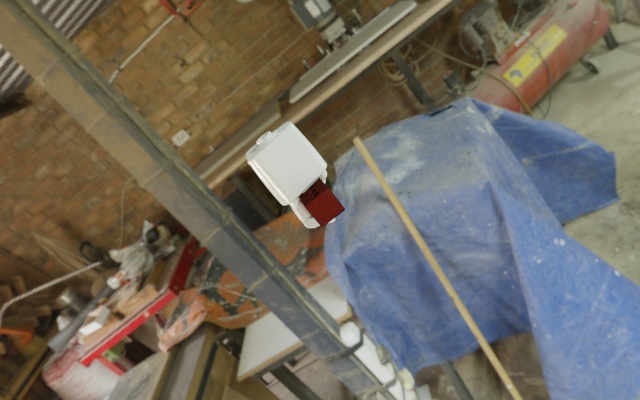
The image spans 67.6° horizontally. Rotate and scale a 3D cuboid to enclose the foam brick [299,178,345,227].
[{"bbox_3d":[0.000,0.003,0.842,0.053,0.051,0.078,-38,20,0],"label":"foam brick"}]
